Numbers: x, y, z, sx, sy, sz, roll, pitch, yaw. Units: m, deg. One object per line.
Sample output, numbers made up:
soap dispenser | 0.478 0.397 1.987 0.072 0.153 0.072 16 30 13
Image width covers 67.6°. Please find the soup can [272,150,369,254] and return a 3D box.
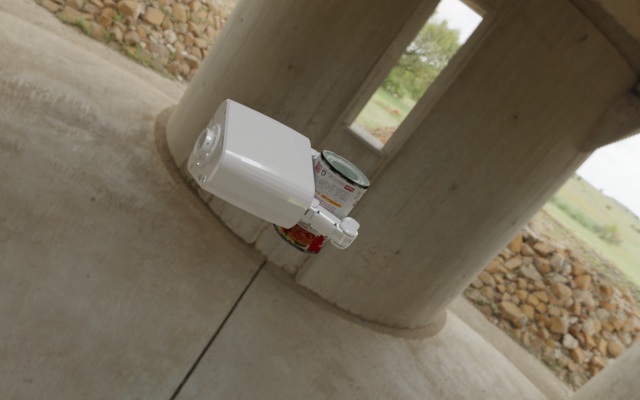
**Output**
soup can | 0.001 0.002 0.547 0.068 0.102 0.068 32 19 -13
